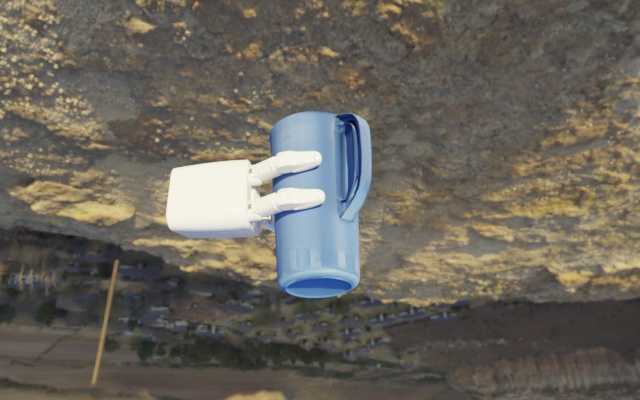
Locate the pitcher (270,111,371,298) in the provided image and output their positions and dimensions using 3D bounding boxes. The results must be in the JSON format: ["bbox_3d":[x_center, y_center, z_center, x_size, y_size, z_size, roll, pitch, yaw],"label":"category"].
[{"bbox_3d":[0.000,0.002,0.665,0.145,0.242,0.149,-3,-27,1],"label":"pitcher"}]
